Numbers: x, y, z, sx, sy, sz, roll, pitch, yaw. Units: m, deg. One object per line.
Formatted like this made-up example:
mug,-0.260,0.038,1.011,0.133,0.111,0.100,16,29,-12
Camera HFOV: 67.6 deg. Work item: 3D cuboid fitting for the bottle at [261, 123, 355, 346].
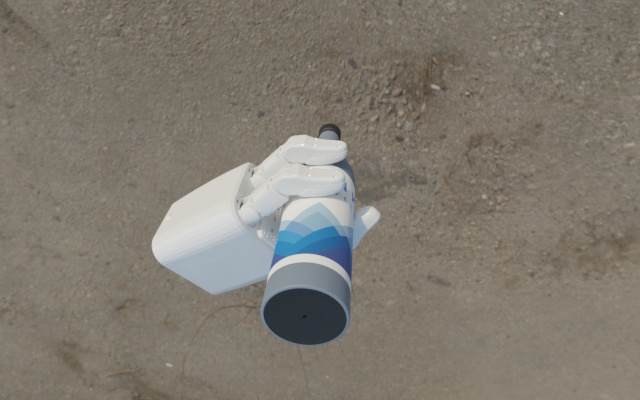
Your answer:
bottle,0.000,0.002,0.470,0.069,0.069,0.295,0,35,6
